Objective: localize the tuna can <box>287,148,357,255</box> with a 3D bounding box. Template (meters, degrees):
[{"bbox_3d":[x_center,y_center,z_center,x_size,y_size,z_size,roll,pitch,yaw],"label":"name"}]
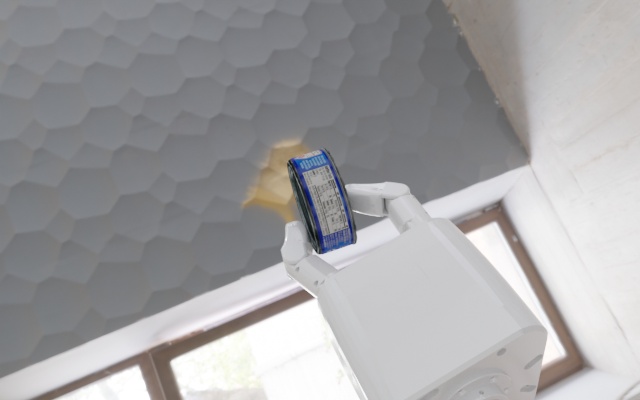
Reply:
[{"bbox_3d":[-0.001,0.001,0.401,0.034,0.086,0.086,-18,2,-7],"label":"tuna can"}]
